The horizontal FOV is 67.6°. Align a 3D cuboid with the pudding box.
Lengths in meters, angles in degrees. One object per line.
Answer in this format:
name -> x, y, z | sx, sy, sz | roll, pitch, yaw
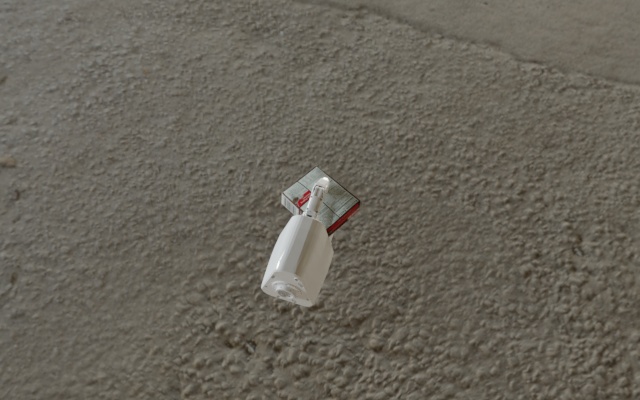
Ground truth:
pudding box -> 0.000, 0.003, 0.840 | 0.090, 0.113, 0.039 | -39, -23, -25
